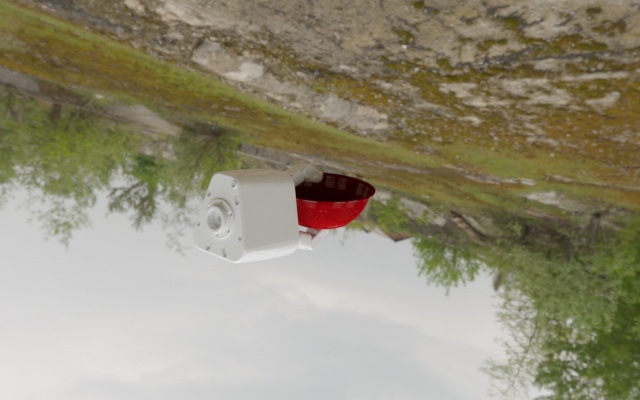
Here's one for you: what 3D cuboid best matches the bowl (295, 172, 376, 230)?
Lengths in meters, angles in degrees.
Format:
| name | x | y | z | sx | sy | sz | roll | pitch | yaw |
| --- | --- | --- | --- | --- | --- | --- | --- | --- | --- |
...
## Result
| name | x | y | z | sx | sy | sz | roll | pitch | yaw |
| --- | --- | --- | --- | --- | --- | --- | --- | --- | --- |
| bowl | 0.001 | 0.003 | 0.722 | 0.162 | 0.055 | 0.162 | 3 | 18 | -1 |
